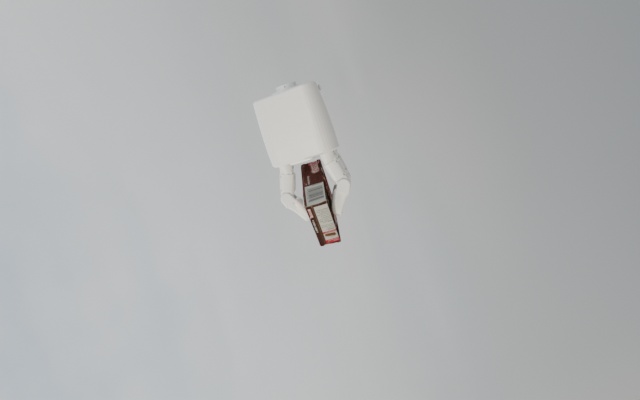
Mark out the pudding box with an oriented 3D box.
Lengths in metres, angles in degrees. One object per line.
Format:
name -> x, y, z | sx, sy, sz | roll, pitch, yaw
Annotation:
pudding box -> 0.000, 0.003, 0.766 | 0.039, 0.090, 0.113 | -15, 39, 8
